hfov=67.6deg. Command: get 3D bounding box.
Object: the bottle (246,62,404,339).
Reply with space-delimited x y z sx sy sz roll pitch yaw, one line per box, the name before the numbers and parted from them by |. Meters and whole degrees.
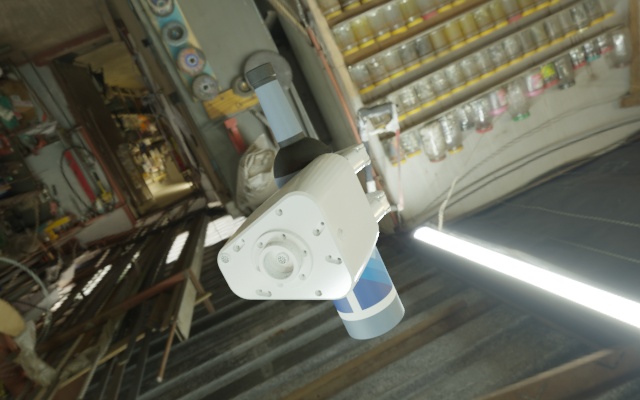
bottle | 0.000 0.002 0.494 0.069 0.296 0.069 -24 12 5
